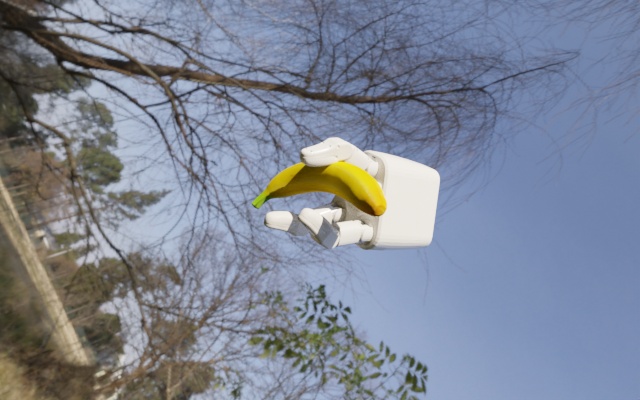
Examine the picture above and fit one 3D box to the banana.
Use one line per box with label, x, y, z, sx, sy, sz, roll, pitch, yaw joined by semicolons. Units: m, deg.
banana;0.004;-0.015;0.531;0.198;0.069;0.037;0;-27;46
